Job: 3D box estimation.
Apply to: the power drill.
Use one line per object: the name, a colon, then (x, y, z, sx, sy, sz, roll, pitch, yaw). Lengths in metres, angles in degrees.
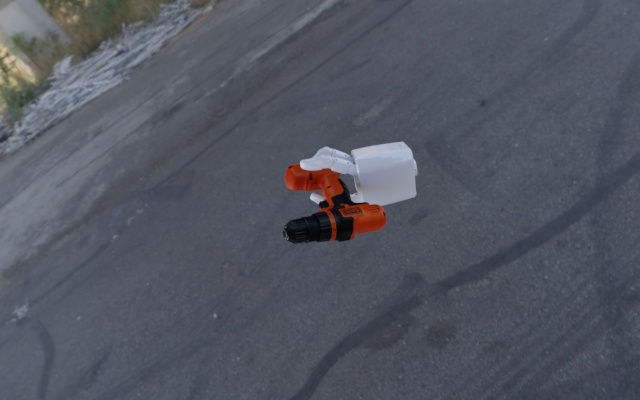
power drill: (0.000, 0.002, 0.855, 0.184, 0.057, 0.187, -7, 39, -22)
